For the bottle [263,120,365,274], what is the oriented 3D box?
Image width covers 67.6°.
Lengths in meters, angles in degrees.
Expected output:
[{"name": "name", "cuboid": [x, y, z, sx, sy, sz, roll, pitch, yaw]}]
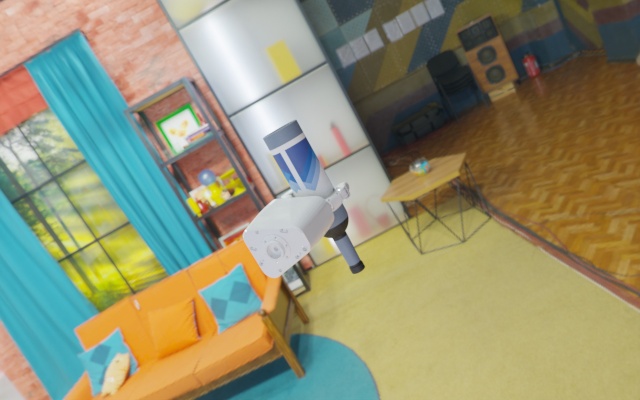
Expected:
[{"name": "bottle", "cuboid": [0.000, 0.003, 0.847, 0.069, 0.296, 0.069, -28, 13, 7]}]
